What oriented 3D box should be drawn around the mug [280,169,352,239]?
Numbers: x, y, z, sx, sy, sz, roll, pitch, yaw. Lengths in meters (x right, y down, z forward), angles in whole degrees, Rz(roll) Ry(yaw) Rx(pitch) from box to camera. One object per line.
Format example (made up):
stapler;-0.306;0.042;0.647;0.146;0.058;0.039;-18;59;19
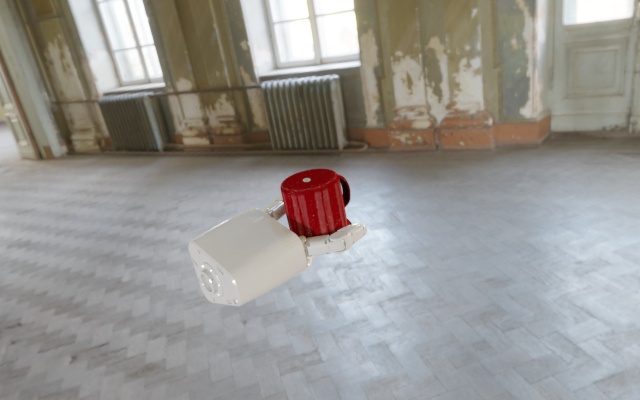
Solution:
mug;0.001;0.001;0.667;0.117;0.081;0.093;-29;28;-36
